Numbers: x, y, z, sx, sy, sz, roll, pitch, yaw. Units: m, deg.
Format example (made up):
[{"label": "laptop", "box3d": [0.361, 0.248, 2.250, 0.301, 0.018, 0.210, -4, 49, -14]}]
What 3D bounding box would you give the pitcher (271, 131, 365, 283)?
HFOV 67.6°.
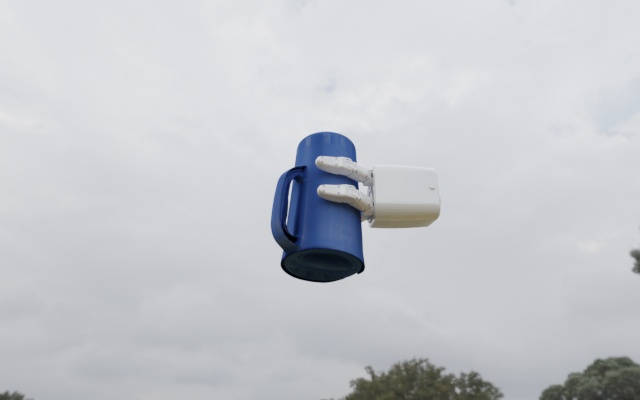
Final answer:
[{"label": "pitcher", "box3d": [0.000, 0.003, 0.798, 0.145, 0.242, 0.149, 1, -31, 1]}]
